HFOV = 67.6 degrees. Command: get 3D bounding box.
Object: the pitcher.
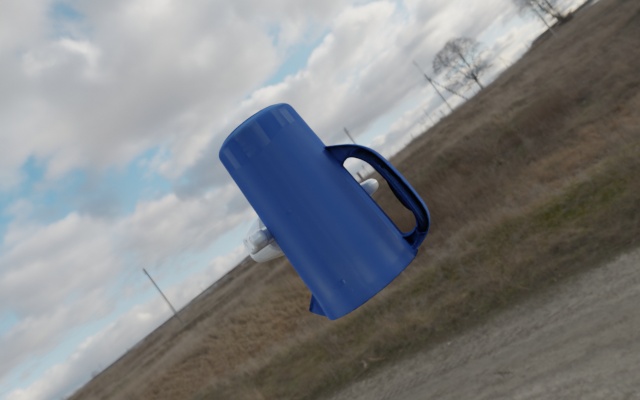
[{"bbox_3d":[0.000,0.002,0.564,0.149,0.243,0.145,-37,-2,-27],"label":"pitcher"}]
